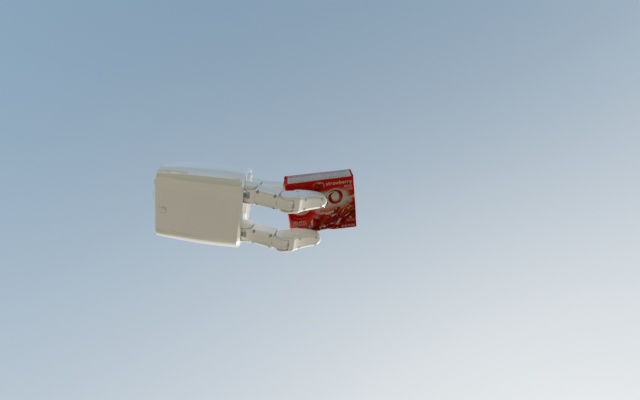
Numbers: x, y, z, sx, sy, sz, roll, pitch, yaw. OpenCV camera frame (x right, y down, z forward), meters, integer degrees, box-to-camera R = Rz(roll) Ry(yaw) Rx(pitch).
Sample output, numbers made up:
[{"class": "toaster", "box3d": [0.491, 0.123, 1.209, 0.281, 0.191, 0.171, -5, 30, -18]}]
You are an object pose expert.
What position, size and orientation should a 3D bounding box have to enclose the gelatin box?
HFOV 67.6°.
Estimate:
[{"class": "gelatin box", "box3d": [0.000, 0.002, 0.617, 0.089, 0.073, 0.030, -7, 25, -2]}]
